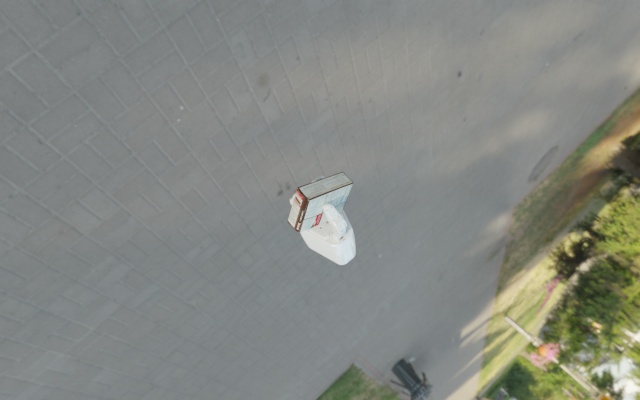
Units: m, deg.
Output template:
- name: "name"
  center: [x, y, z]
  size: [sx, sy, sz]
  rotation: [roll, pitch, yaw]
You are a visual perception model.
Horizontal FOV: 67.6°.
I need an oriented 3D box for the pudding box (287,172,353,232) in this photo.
- name: "pudding box"
  center: [0.000, 0.003, 0.884]
  size: [0.113, 0.090, 0.039]
  rotation: [-23, 55, -37]
